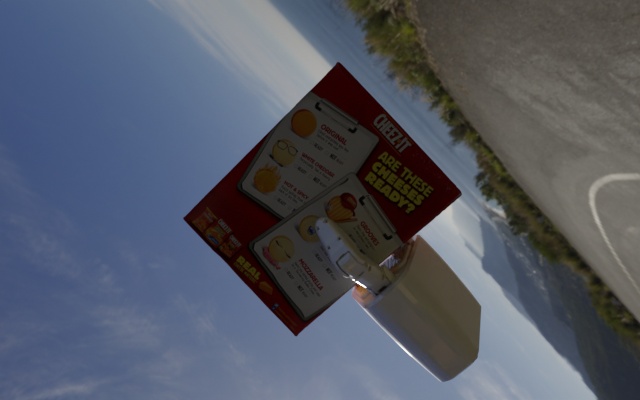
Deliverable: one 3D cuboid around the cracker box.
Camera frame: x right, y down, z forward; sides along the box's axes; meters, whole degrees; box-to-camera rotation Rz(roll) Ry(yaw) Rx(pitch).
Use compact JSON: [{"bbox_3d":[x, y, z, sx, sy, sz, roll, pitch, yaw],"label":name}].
[{"bbox_3d":[0.000,0.002,0.475,0.214,0.164,0.072,-43,2,12],"label":"cracker box"}]
